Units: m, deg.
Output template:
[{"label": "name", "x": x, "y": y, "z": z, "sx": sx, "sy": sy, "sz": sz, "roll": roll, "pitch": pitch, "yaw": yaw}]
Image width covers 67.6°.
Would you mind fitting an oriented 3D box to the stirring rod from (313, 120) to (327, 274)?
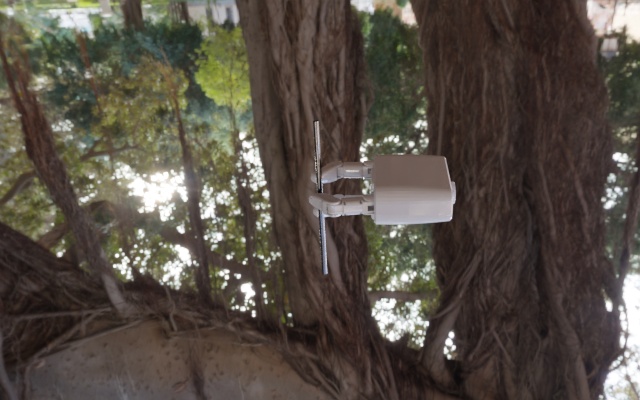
[{"label": "stirring rod", "x": 0.000, "y": 0.002, "z": 0.700, "sx": 0.011, "sy": 0.240, "sz": 0.011, "roll": -3, "pitch": 22, "yaw": 1}]
